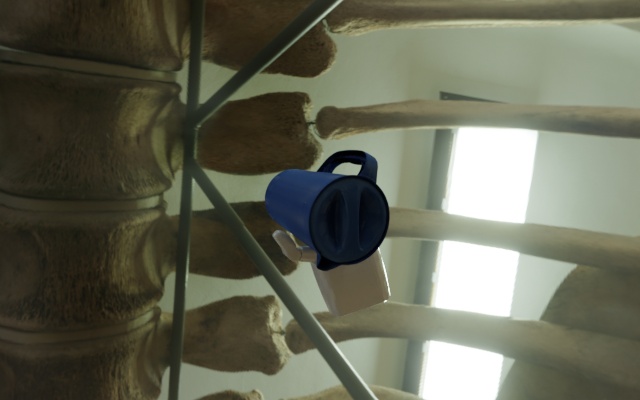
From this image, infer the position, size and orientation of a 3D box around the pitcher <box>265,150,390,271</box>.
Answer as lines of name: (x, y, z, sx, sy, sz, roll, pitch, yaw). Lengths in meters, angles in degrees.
pitcher: (0.000, 0.003, 0.786, 0.149, 0.145, 0.243, -24, 19, -20)
